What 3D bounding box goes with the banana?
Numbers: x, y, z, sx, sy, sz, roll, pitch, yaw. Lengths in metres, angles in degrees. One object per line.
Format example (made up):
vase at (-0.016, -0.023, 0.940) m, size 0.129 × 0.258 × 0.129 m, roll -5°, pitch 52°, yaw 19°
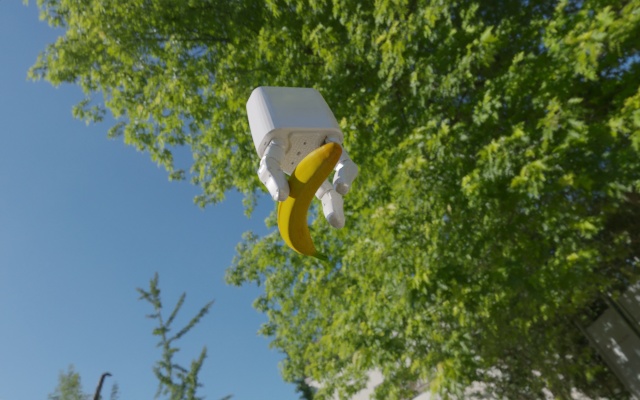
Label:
banana at (-0.018, 0.006, 0.596) m, size 0.069 × 0.198 × 0.037 m, roll -4°, pitch 46°, yaw -11°
